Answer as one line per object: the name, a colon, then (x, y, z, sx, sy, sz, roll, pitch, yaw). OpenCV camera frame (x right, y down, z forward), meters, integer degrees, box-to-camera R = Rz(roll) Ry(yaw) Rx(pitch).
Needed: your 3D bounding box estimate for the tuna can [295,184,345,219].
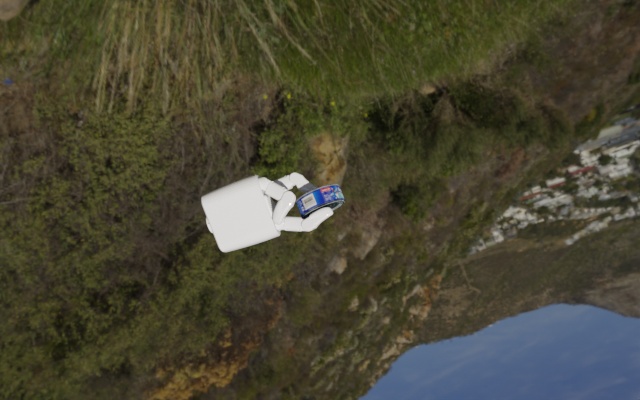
tuna can: (0.000, 0.003, 0.865, 0.086, 0.033, 0.086, -21, -13, -5)
